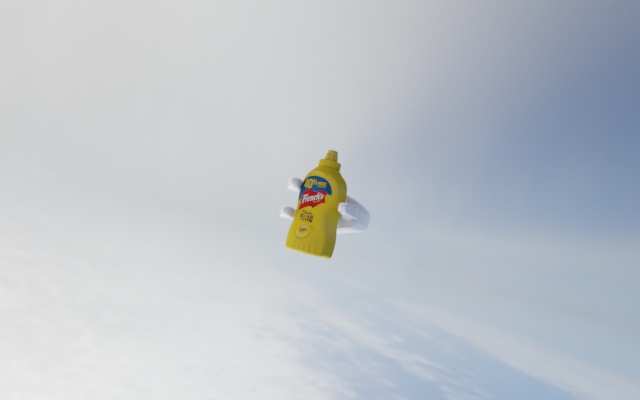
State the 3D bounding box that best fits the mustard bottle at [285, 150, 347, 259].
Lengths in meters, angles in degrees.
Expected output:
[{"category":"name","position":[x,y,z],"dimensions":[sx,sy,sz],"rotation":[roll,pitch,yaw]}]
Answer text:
[{"category":"mustard bottle","position":[0.000,0.003,0.858],"dimensions":[0.096,0.191,0.058],"rotation":[10,-7,45]}]
